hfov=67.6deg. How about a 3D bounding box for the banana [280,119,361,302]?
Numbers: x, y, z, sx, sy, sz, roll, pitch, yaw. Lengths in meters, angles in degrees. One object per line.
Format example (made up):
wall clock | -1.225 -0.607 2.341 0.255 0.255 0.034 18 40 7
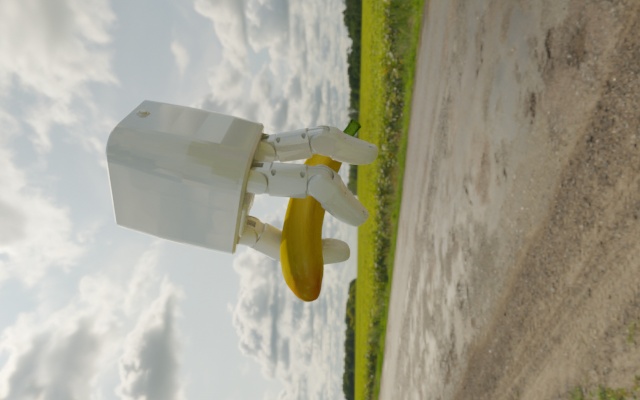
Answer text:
banana | -0.007 0.008 0.424 0.037 0.197 0.070 25 -39 -14
